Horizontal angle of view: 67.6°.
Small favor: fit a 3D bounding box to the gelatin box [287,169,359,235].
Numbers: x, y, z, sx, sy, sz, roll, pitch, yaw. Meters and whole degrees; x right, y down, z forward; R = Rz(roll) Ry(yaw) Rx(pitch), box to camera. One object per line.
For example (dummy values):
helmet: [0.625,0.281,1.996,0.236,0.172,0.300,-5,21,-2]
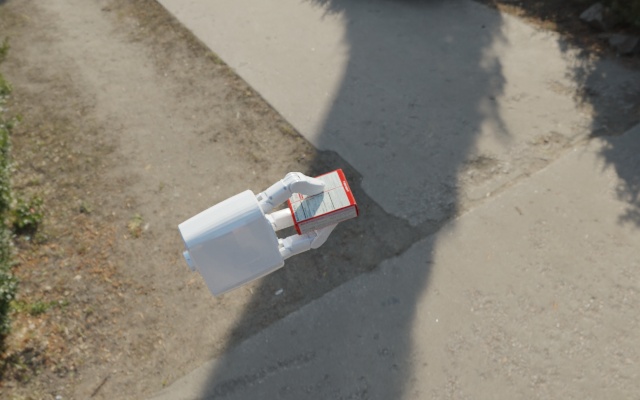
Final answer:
gelatin box: [0.000,0.002,0.667,0.089,0.073,0.030,-19,-43,-1]
